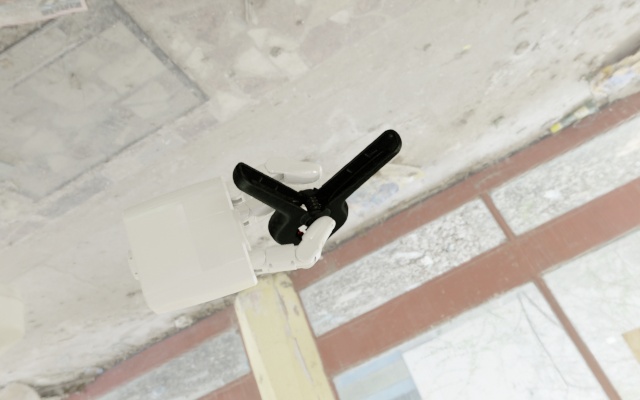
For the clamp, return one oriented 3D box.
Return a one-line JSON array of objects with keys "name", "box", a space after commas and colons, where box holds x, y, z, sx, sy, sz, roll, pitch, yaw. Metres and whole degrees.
[{"name": "clamp", "box": [0.000, 0.003, 0.515, 0.164, 0.036, 0.210, -16, -27, -9]}]
